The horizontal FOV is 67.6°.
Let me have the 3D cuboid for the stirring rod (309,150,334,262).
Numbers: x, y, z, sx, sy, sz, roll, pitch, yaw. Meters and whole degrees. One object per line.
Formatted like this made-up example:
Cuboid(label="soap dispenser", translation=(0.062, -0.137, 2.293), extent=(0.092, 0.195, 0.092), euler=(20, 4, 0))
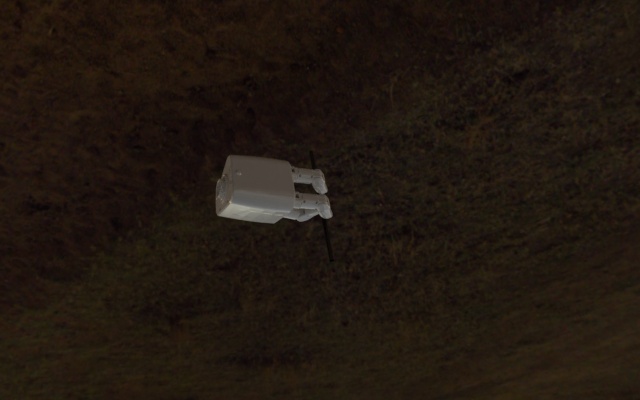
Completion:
Cuboid(label="stirring rod", translation=(0.000, 0.003, 0.873), extent=(0.011, 0.239, 0.011), euler=(-8, -33, -5))
